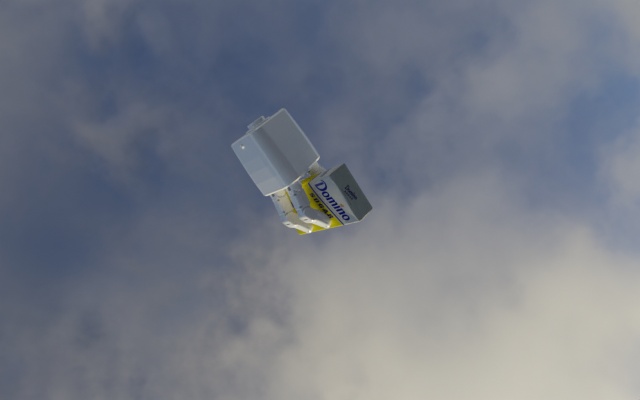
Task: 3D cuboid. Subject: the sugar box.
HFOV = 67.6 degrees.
[{"bbox_3d":[0.000,0.003,0.830,0.048,0.093,0.176,-41,14,-33],"label":"sugar box"}]
